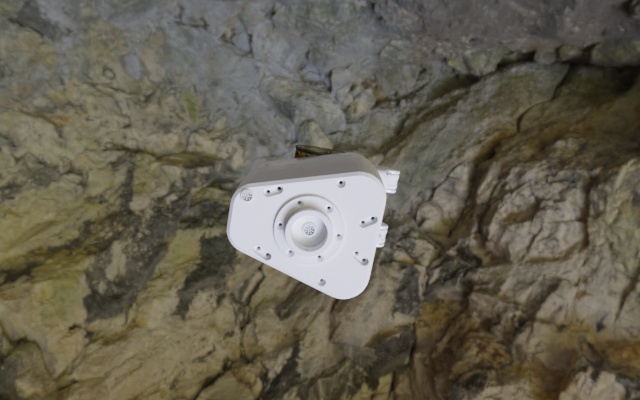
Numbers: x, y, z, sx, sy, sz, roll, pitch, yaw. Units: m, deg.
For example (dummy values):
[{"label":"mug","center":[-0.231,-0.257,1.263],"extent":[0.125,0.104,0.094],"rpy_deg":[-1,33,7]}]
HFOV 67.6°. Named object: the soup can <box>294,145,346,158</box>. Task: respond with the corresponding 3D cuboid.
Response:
[{"label":"soup can","center":[0.000,0.002,0.472],"extent":[0.068,0.102,0.068],"rpy_deg":[11,10,-2]}]
